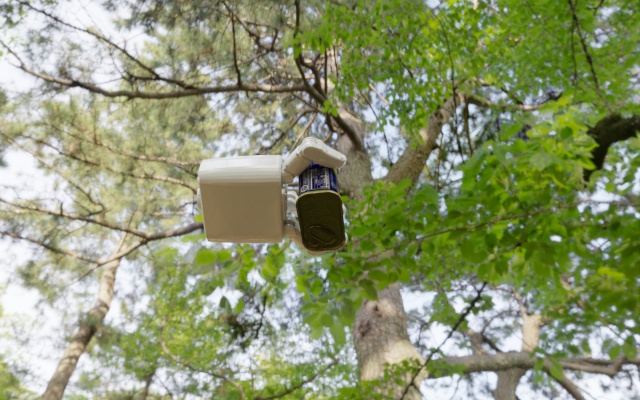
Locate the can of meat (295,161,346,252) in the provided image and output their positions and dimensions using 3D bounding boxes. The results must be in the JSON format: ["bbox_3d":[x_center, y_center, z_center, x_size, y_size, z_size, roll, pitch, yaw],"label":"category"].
[{"bbox_3d":[0.000,0.002,0.632,0.057,0.102,0.083,-6,40,3],"label":"can of meat"}]
